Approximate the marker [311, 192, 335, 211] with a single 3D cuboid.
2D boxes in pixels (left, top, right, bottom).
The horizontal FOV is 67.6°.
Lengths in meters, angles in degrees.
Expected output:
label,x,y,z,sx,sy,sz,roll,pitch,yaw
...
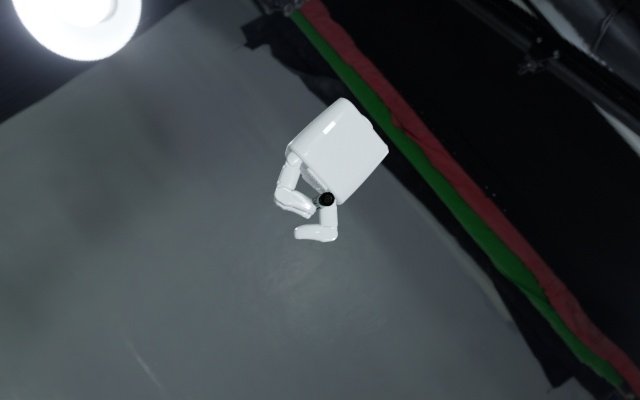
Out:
label,x,y,z,sx,sy,sz,roll,pitch,yaw
marker,0.000,0.002,0.642,0.020,0.020,0.121,0,-4,-9
